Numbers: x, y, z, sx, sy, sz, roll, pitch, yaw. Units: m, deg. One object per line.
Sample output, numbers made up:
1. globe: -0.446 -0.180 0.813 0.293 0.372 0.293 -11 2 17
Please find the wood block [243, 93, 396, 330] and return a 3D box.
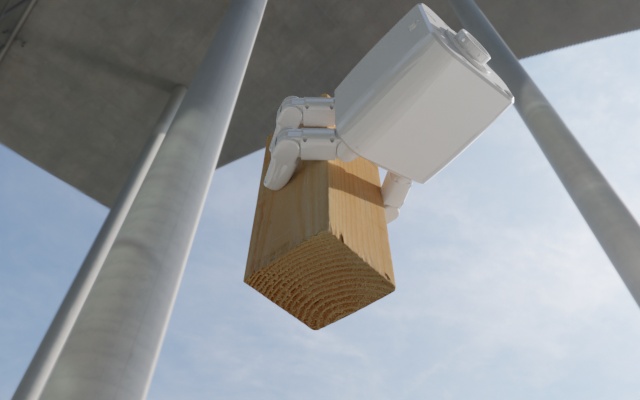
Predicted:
1. wood block: 0.001 0.001 0.453 0.090 0.206 0.091 -33 -58 25
